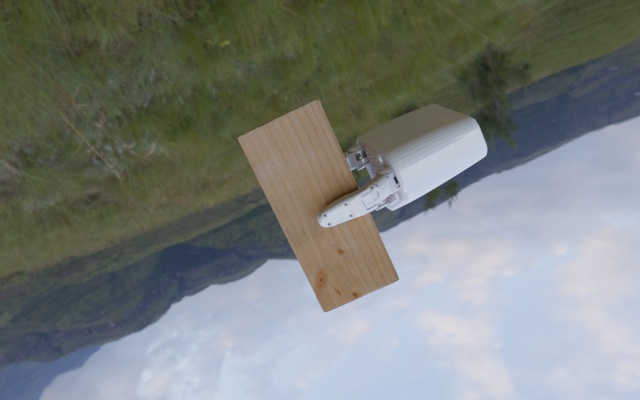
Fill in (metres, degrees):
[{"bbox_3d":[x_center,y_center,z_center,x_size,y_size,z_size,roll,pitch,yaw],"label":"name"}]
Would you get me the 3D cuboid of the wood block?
[{"bbox_3d":[0.001,0.002,0.526,0.090,0.206,0.091,-25,11,5],"label":"wood block"}]
